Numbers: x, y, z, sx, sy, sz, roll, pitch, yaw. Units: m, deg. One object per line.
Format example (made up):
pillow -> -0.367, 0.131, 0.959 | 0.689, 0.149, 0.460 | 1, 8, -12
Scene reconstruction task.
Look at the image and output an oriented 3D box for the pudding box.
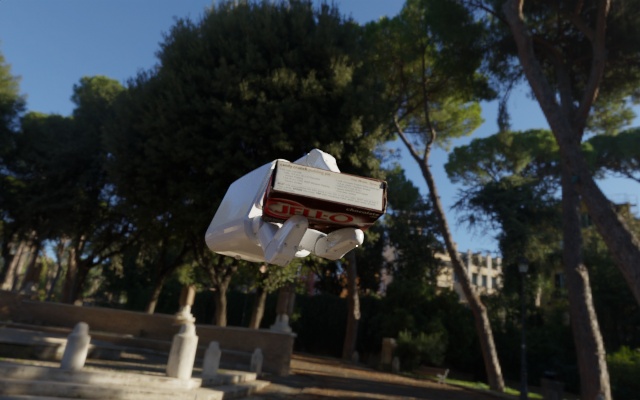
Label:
pudding box -> 0.000, 0.001, 0.486 | 0.113, 0.039, 0.090 | 9, -20, -9
